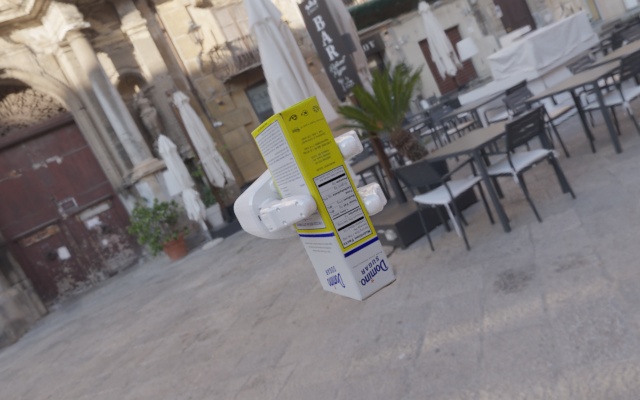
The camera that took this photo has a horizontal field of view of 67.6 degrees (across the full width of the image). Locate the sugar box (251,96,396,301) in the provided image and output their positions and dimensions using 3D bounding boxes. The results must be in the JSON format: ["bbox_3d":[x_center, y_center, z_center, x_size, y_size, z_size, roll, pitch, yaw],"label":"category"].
[{"bbox_3d":[0.000,0.001,0.444,0.048,0.176,0.093,-29,7,-20],"label":"sugar box"}]
